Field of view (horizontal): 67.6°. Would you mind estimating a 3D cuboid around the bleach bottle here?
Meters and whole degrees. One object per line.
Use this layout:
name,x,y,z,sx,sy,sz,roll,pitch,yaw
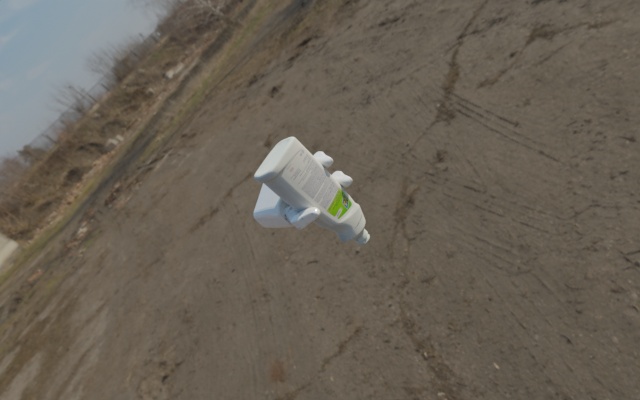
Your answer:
bleach bottle,0.000,0.003,0.881,0.251,0.102,0.068,45,-30,-24
